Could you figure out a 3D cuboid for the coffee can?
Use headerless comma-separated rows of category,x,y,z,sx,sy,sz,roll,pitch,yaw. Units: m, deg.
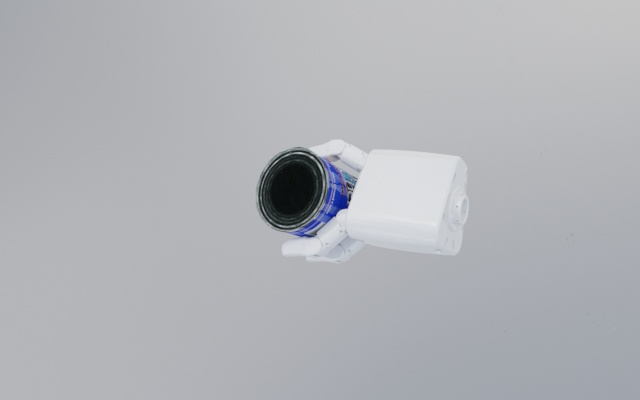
coffee can,0.000,0.002,0.612,0.103,0.102,0.140,0,-13,32
